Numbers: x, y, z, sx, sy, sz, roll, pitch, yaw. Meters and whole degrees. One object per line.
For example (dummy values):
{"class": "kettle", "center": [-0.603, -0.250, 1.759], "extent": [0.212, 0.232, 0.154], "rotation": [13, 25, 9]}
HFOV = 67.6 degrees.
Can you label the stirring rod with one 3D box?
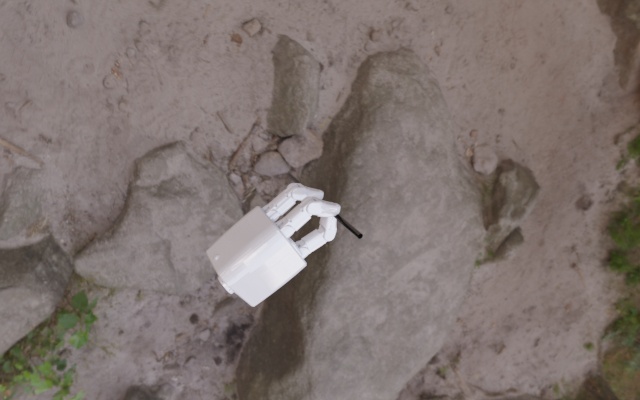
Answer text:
{"class": "stirring rod", "center": [0.000, 0.002, 0.749], "extent": [0.011, 0.011, 0.239], "rotation": [0, 23, -29]}
